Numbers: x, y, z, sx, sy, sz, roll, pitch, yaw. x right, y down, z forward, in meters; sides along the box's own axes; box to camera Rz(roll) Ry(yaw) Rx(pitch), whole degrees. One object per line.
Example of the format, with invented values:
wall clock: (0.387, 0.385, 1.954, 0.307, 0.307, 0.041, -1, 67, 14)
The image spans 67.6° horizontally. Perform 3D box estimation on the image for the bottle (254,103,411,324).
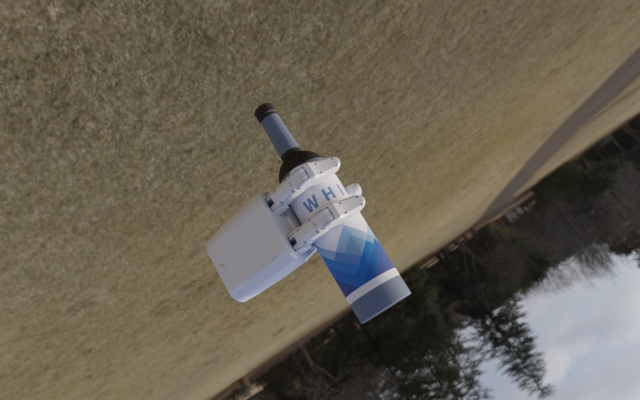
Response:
bottle: (0.000, 0.002, 0.579, 0.069, 0.295, 0.069, -29, -16, -9)
